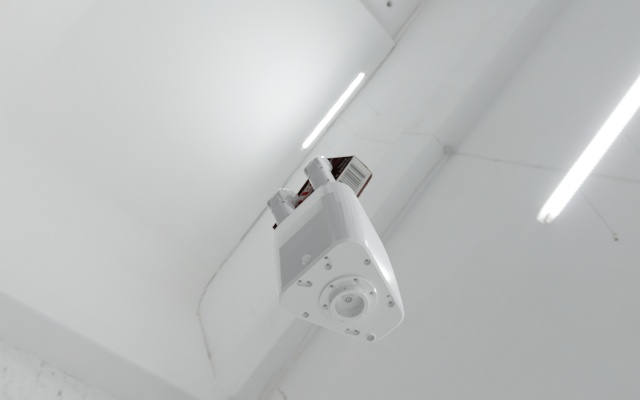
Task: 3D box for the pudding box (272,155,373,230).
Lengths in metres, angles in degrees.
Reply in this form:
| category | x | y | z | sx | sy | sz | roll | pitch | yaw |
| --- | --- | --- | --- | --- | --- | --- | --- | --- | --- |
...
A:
| category | x | y | z | sx | sy | sz | roll | pitch | yaw |
| --- | --- | --- | --- | --- | --- | --- | --- | --- | --- |
| pudding box | 0.000 | 0.002 | 0.558 | 0.039 | 0.113 | 0.090 | 42 | -13 | -20 |
